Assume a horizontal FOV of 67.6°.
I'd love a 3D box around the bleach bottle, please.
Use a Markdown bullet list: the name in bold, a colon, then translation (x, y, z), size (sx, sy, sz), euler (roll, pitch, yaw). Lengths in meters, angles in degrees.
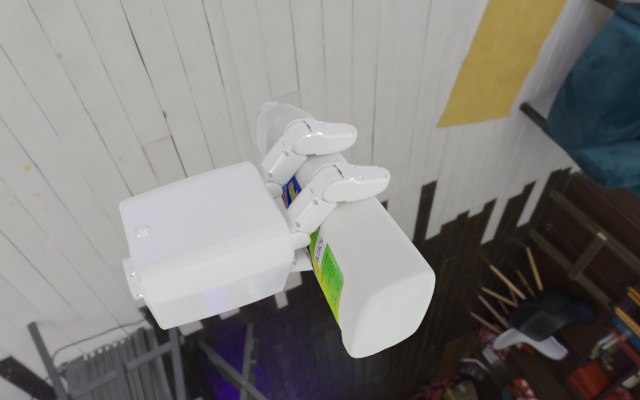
- **bleach bottle**: translation (0.000, 0.001, 0.419), size (0.068, 0.103, 0.250), euler (-17, 51, -19)
